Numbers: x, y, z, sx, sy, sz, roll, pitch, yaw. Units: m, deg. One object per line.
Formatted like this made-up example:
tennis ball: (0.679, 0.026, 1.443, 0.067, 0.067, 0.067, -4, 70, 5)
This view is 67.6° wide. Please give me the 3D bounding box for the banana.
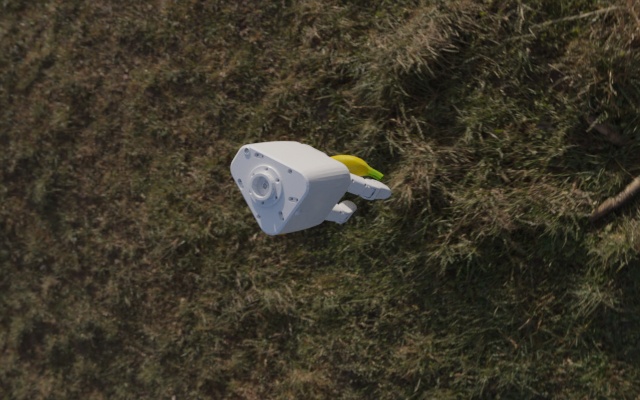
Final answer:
banana: (-0.006, -0.016, 0.716, 0.198, 0.069, 0.037, -30, -6, 27)
